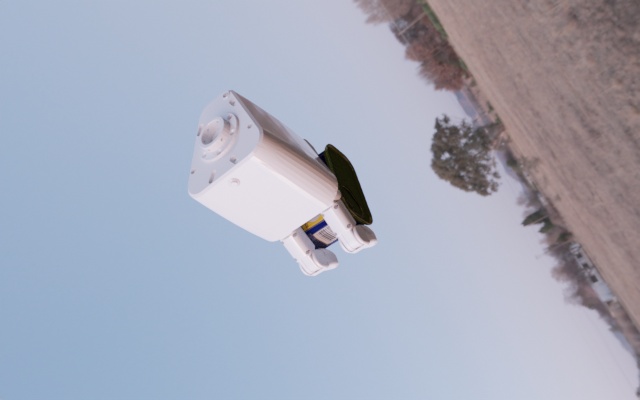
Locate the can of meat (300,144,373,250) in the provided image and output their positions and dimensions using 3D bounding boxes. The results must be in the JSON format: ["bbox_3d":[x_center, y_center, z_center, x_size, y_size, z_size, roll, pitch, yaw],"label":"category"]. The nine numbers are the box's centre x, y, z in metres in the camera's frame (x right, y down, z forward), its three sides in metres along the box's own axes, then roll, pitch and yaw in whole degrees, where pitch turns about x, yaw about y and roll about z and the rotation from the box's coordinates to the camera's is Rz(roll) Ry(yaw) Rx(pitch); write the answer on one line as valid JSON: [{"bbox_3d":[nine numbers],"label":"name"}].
[{"bbox_3d":[0.000,0.002,0.535,0.084,0.102,0.057,-33,-39,22],"label":"can of meat"}]
